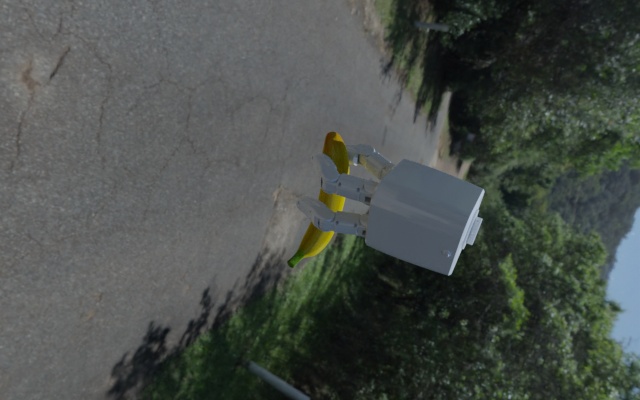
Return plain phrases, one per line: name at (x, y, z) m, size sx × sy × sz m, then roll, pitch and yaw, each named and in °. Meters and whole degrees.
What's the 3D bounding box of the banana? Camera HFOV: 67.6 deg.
banana at (0.008, 0.001, 0.636) m, size 0.037 × 0.198 × 0.069 m, roll 25°, pitch 24°, yaw 20°
